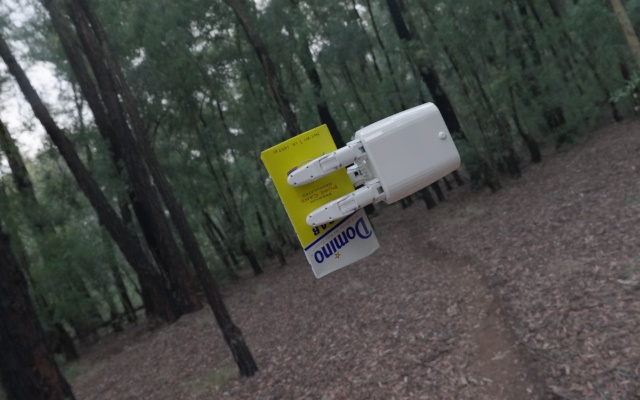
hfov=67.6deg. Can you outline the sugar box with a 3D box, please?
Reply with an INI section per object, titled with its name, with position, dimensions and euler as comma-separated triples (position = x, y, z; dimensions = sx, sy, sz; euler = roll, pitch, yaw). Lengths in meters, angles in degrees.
[sugar box]
position = 0.000, 0.002, 0.616
dimensions = 0.093, 0.176, 0.048
euler = -25, 1, -5
